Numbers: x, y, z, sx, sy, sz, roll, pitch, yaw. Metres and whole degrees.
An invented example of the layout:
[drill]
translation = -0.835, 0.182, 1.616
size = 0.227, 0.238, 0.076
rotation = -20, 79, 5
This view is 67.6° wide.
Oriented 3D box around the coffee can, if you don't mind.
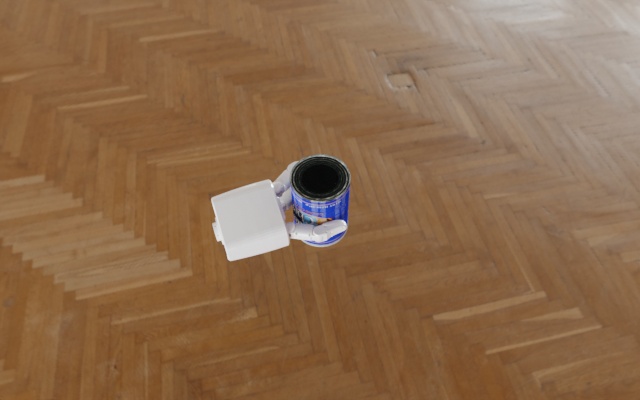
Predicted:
[coffee can]
translation = 0.000, 0.003, 0.847
size = 0.103, 0.102, 0.140
rotation = 0, -37, 1
